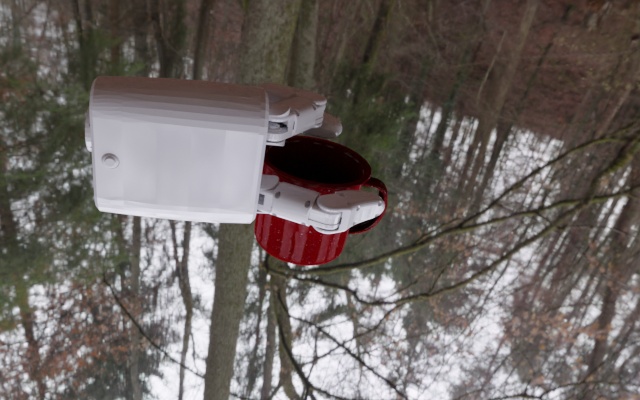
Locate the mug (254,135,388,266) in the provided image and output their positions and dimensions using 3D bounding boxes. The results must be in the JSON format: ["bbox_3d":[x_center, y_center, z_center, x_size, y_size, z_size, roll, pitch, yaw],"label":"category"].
[{"bbox_3d":[0.001,0.002,0.409,0.117,0.081,0.093,4,30,-15],"label":"mug"}]
